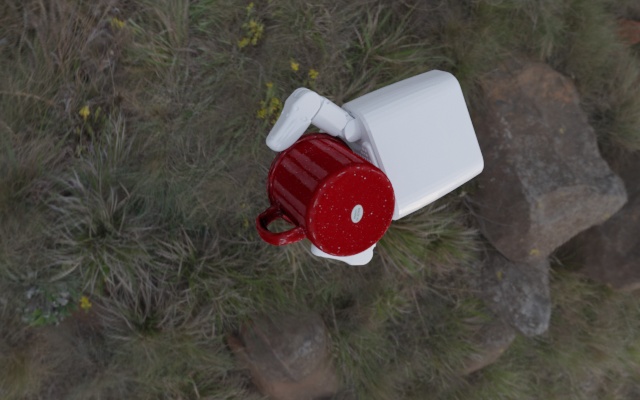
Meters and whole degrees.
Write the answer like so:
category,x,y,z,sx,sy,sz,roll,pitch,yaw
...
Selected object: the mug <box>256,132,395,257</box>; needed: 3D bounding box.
category,x,y,z,sx,sy,sz,roll,pitch,yaw
mug,-0.001,0.002,0.407,0.117,0.093,0.081,-27,30,-14
